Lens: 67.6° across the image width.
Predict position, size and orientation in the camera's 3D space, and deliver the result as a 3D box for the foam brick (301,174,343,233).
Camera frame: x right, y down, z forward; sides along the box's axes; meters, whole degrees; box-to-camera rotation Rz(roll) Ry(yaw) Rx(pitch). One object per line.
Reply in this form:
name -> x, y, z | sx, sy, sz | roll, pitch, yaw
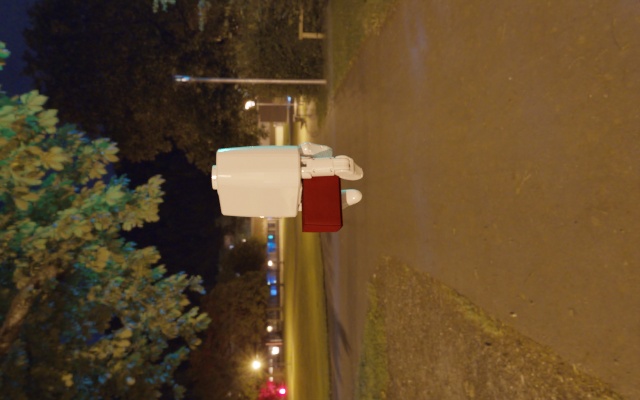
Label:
foam brick -> 0.000, 0.002, 0.648 | 0.051, 0.078, 0.053 | -1, -15, -7
